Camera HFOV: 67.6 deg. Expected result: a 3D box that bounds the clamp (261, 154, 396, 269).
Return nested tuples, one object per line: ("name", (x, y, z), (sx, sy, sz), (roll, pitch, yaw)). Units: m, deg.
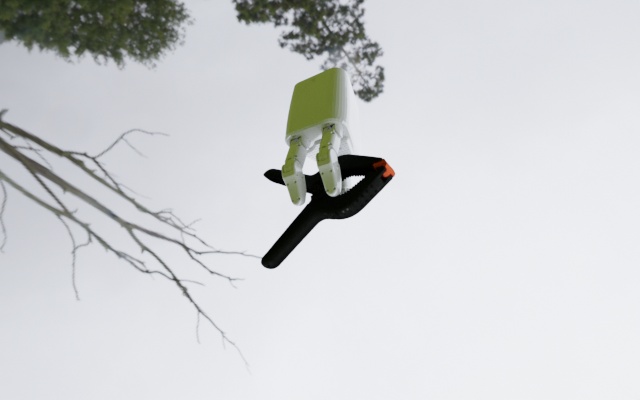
("clamp", (0.001, 0.002, 0.644), (0.210, 0.164, 0.036), (-16, -35, 29))
